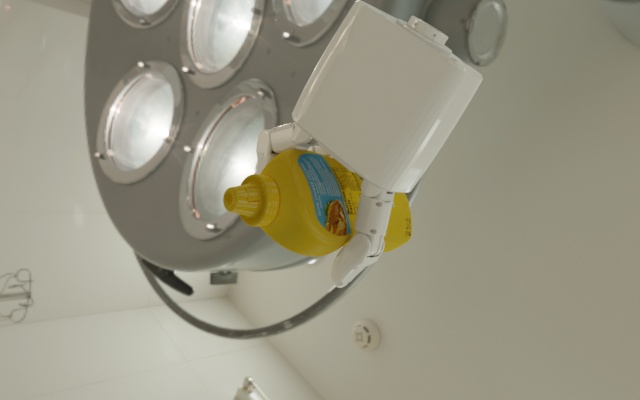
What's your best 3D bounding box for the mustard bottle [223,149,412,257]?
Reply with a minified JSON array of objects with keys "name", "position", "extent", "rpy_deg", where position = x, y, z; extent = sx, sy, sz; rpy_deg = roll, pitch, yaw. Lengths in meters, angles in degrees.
[{"name":"mustard bottle","position":[0.000,0.002,0.423],"extent":[0.191,0.096,0.058],"rpy_deg":[2,-28,-45]}]
